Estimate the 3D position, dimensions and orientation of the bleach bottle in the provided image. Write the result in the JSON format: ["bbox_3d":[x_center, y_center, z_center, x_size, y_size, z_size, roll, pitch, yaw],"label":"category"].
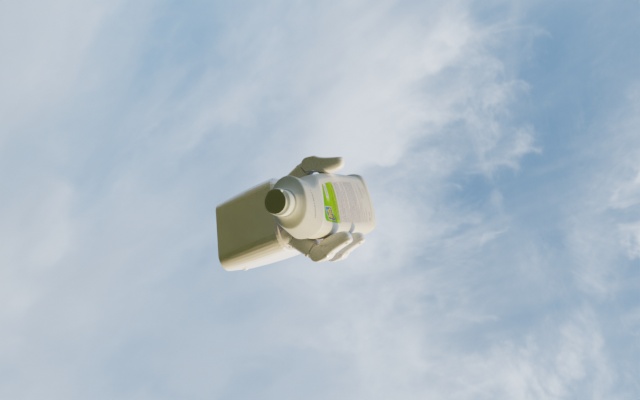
[{"bbox_3d":[0.000,0.002,0.646,0.068,0.102,0.251,-21,-13,22],"label":"bleach bottle"}]
